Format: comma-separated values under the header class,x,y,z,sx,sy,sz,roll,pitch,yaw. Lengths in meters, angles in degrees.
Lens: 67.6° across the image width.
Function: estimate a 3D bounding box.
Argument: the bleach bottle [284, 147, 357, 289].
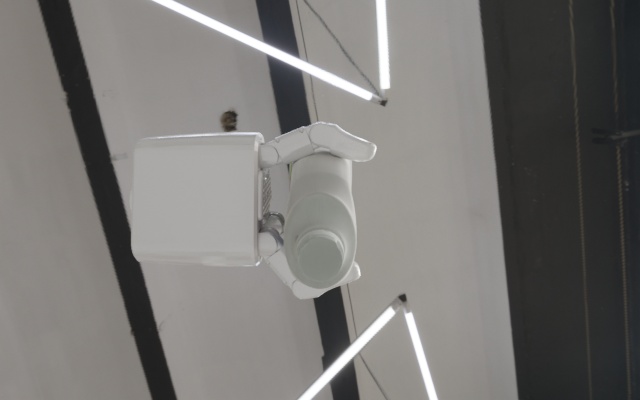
class,x,y,z,sx,sy,sz,roll,pitch,yaw
bleach bottle,0.000,0.001,0.413,0.068,0.102,0.250,0,12,0
